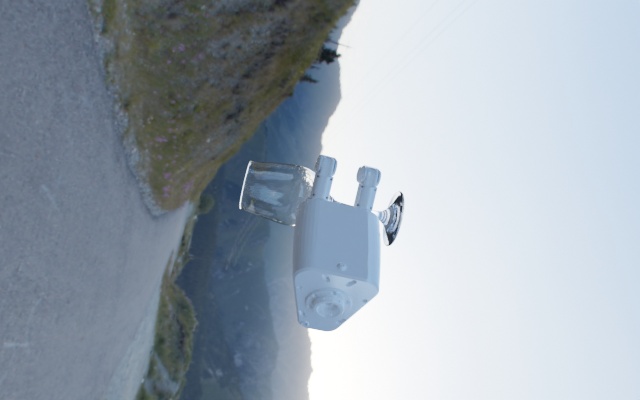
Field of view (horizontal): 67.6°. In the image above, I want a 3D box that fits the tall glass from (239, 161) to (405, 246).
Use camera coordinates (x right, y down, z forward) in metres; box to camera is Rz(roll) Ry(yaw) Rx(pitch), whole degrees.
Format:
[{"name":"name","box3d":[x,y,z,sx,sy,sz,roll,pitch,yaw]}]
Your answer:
[{"name":"tall glass","box3d":[0.001,0.002,0.613,0.201,0.079,0.079,13,-2,-7]}]
